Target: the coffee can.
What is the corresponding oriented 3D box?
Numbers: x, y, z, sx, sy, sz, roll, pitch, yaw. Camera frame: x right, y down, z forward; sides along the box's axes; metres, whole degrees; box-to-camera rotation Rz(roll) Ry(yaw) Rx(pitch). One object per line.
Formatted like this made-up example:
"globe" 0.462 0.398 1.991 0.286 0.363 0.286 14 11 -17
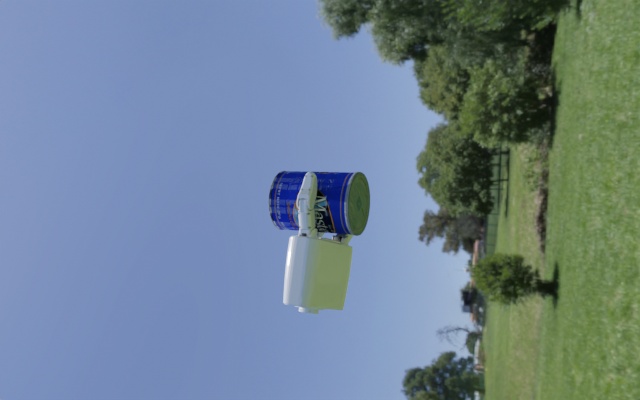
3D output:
"coffee can" 0.000 0.002 0.793 0.140 0.103 0.103 3 1 24
